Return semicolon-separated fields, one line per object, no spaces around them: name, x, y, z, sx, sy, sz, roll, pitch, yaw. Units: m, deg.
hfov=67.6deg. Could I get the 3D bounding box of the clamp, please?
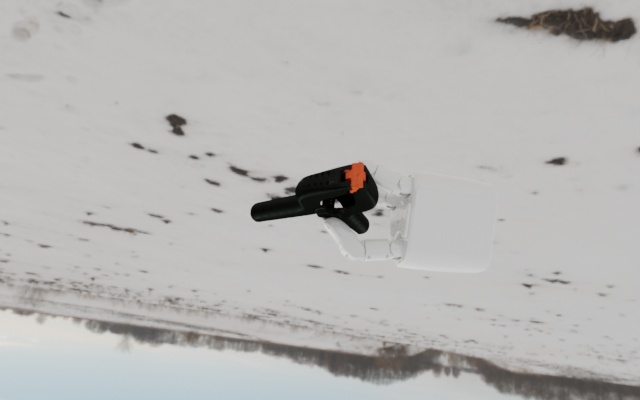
clamp;0.000;0.003;0.568;0.164;0.036;0.210;5;-17;-8
